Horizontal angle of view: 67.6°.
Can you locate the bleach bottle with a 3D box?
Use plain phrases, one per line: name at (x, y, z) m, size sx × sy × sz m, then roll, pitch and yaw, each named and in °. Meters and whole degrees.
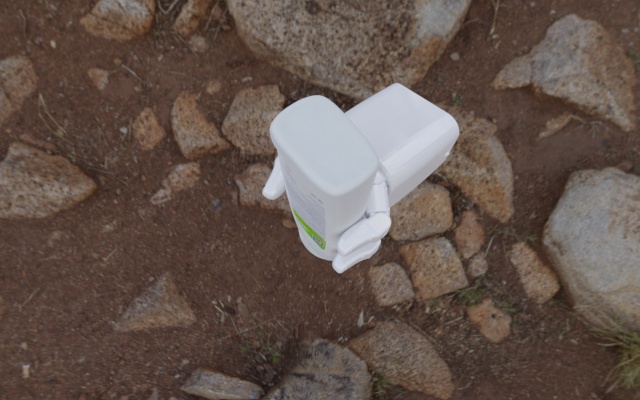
bleach bottle at (0.000, 0.002, 0.520) m, size 0.068 × 0.102 × 0.251 m, roll -35°, pitch -18°, yaw -16°
